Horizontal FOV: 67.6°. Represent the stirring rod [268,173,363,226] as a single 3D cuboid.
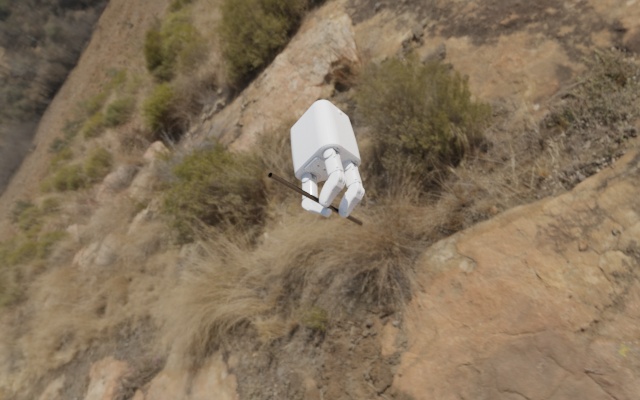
[{"bbox_3d":[0.000,0.003,0.778,0.011,0.011,0.239,0,-19,40],"label":"stirring rod"}]
